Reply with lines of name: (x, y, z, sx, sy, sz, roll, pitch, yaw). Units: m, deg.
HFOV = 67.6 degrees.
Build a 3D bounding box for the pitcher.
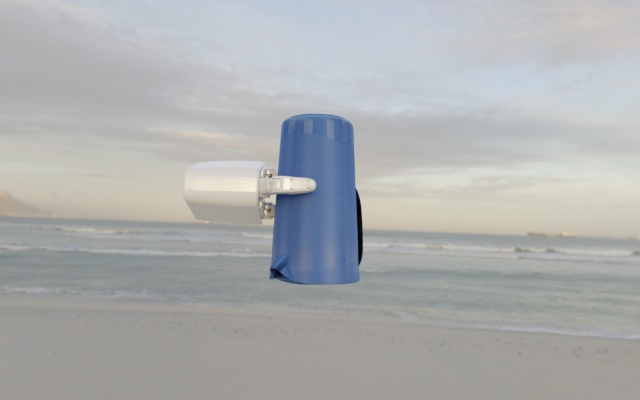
pitcher: (0.000, 0.002, 0.714, 0.145, 0.243, 0.149, 2, -3, -2)
